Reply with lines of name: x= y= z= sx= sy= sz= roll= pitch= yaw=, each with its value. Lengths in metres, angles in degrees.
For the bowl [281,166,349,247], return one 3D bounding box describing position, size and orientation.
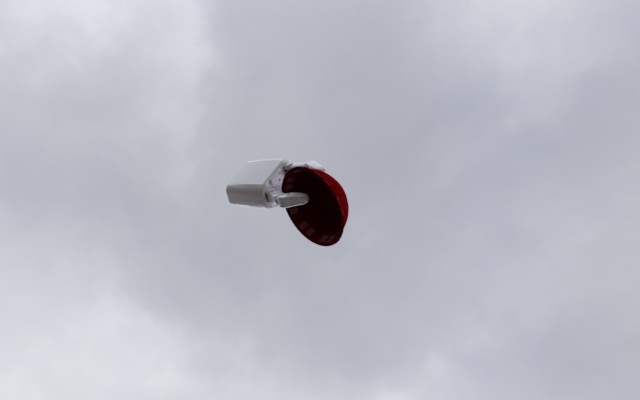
bowl: x=0.001 y=0.003 z=0.898 sx=0.055 sy=0.162 sz=0.162 roll=-30 pitch=19 yaw=-37
